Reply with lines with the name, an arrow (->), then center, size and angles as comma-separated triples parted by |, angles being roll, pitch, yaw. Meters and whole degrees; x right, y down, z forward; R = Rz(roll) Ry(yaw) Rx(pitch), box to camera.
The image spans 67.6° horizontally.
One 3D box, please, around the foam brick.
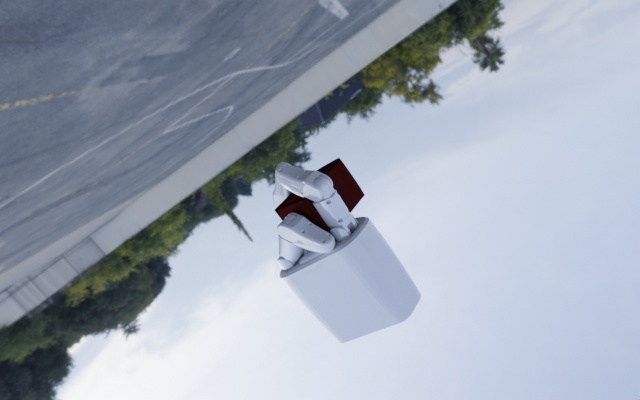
foam brick -> 0.000, 0.001, 0.516 | 0.053, 0.051, 0.078 | -25, 17, 49
